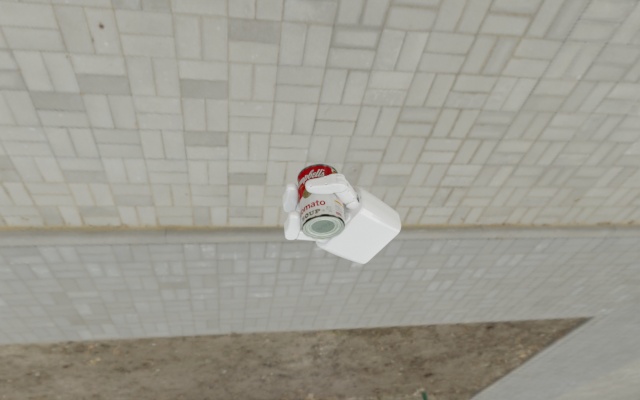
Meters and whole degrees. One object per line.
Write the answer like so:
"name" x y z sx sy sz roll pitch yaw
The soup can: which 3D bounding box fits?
"soup can" 0.000 0.002 0.752 0.068 0.102 0.069 -4 -36 -3
